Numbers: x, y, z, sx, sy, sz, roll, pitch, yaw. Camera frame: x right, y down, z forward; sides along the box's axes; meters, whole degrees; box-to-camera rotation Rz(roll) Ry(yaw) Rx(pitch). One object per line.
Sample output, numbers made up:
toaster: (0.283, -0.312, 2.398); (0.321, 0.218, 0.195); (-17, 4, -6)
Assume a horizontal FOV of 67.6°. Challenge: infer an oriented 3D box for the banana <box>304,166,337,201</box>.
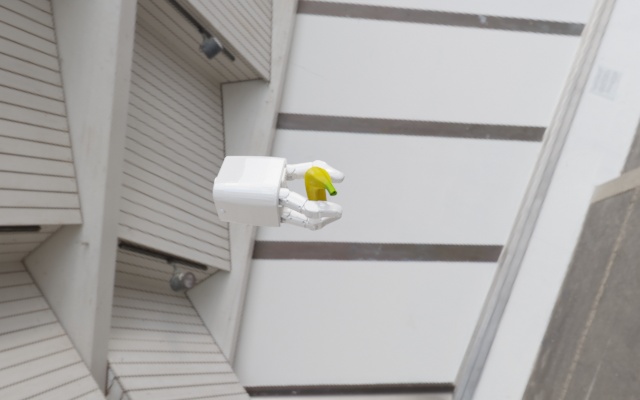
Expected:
banana: (-0.005, -0.016, 0.808); (0.037, 0.069, 0.198); (-15, -11, -6)
